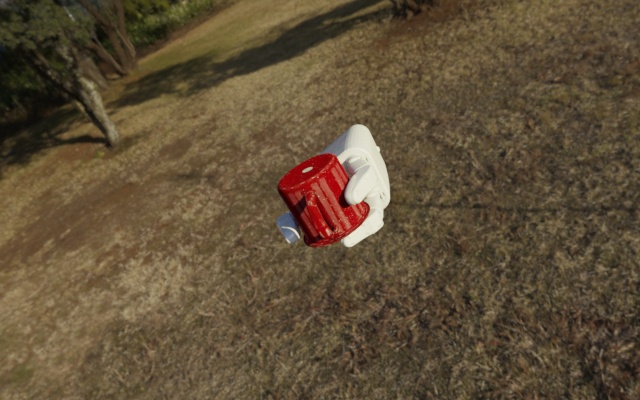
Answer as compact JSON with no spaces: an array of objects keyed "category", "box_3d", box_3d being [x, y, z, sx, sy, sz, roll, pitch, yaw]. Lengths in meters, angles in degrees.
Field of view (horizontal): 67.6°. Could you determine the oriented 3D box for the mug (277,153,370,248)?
[{"category":"mug","box_3d":[0.000,0.002,0.566,0.093,0.081,0.117,-25,22,16]}]
